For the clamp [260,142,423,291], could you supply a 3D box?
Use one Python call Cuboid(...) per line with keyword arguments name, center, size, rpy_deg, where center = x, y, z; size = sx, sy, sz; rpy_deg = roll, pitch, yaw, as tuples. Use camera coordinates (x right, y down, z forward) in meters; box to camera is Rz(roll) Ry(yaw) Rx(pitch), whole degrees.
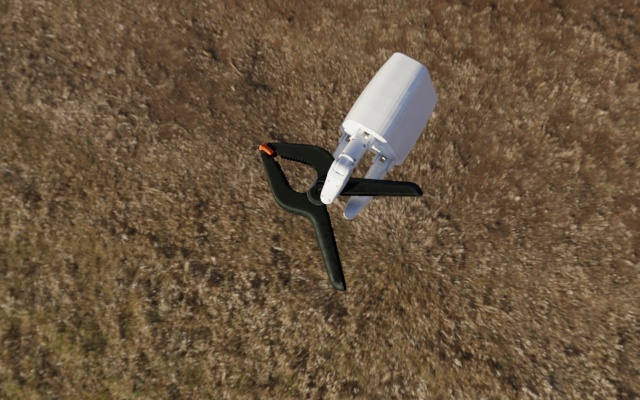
Cuboid(name="clamp", center=(0.000, 0.001, 0.612), size=(0.210, 0.164, 0.036), rpy_deg=(32, -3, 11))
